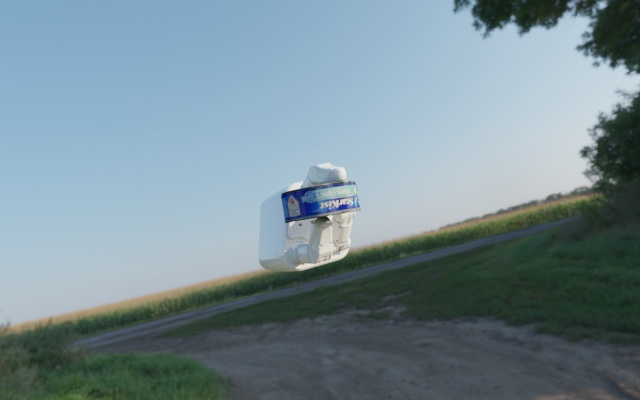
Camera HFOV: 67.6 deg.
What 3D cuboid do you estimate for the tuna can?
[{"bbox_3d":[0.000,0.001,0.527,0.086,0.034,0.086,-10,-2,0],"label":"tuna can"}]
